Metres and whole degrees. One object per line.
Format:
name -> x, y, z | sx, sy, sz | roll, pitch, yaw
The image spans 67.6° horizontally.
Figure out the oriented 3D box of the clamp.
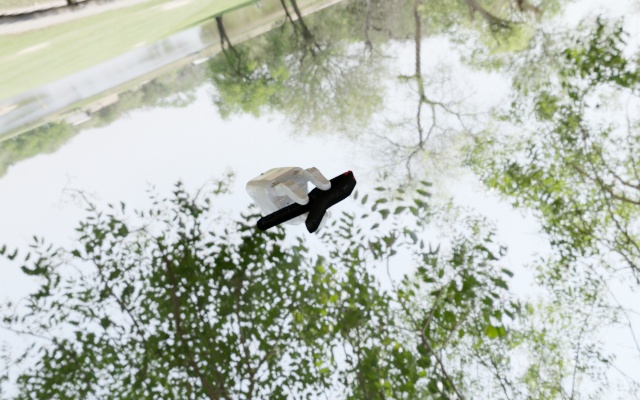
clamp -> 0.001, 0.003, 0.882 | 0.210, 0.036, 0.164 | -33, 21, -28
